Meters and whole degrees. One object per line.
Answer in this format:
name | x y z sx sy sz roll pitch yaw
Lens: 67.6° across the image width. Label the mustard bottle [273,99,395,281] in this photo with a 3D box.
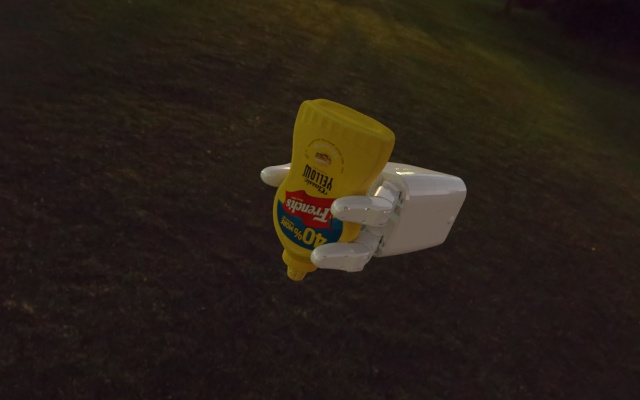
mustard bottle | 0.000 0.001 0.488 0.096 0.192 0.058 29 27 21
